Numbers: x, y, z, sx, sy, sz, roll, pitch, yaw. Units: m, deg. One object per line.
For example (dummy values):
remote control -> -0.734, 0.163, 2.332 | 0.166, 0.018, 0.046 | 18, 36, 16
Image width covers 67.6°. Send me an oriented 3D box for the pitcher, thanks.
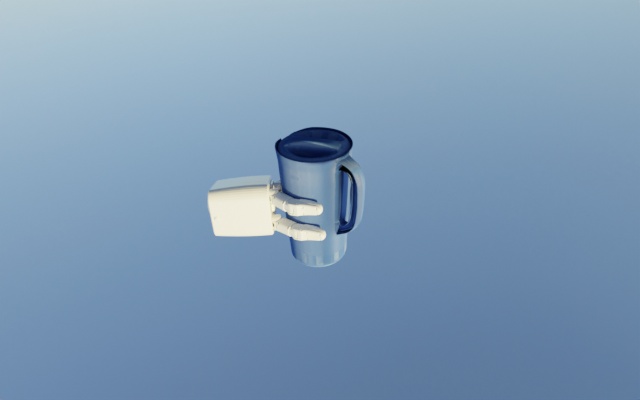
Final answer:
pitcher -> 0.000, 0.003, 0.862 | 0.145, 0.243, 0.149 | -3, 34, -1
